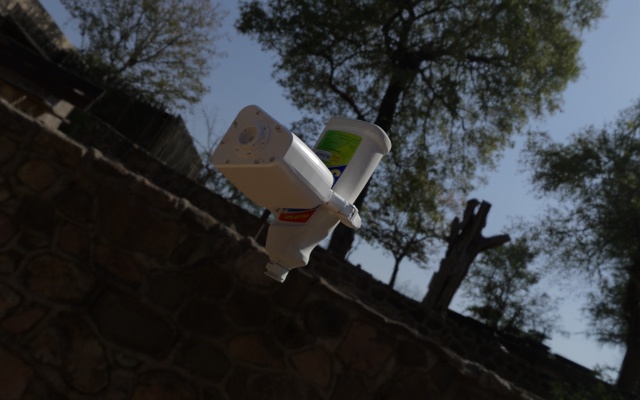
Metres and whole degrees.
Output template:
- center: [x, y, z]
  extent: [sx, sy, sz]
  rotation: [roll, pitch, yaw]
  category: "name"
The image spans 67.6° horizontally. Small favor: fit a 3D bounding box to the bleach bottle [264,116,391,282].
- center: [0.000, 0.002, 0.682]
  extent: [0.102, 0.250, 0.068]
  rotation: [20, -15, 35]
  category: "bleach bottle"
